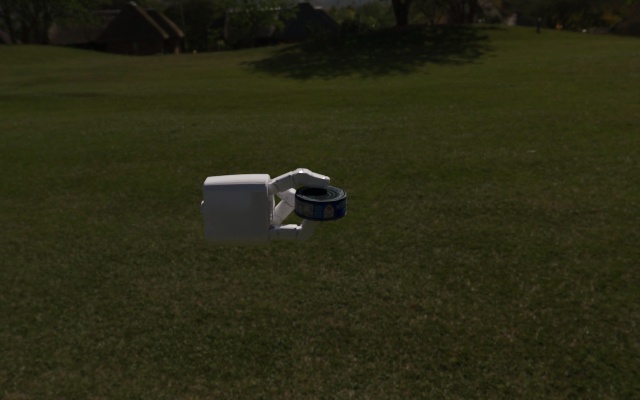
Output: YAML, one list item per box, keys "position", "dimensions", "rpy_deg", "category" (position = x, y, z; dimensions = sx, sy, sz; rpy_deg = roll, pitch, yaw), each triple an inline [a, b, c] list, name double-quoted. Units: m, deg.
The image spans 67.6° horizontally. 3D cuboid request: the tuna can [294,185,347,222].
- position: [0.000, 0.002, 0.773]
  dimensions: [0.086, 0.034, 0.086]
  rpy_deg: [2, 20, -1]
  category: "tuna can"
